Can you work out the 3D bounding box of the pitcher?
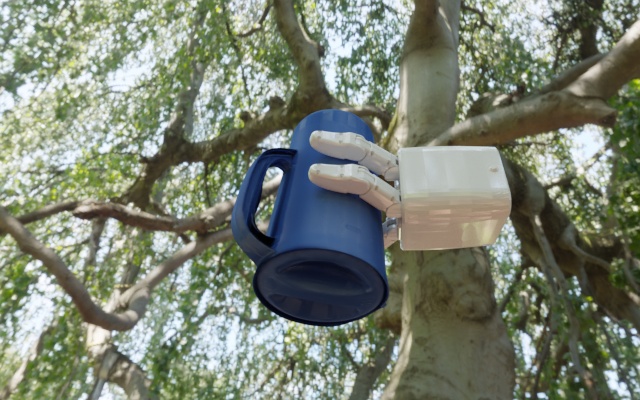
[{"bbox_3d":[0.000,0.002,0.536,0.145,0.242,0.149,-2,-45,8],"label":"pitcher"}]
